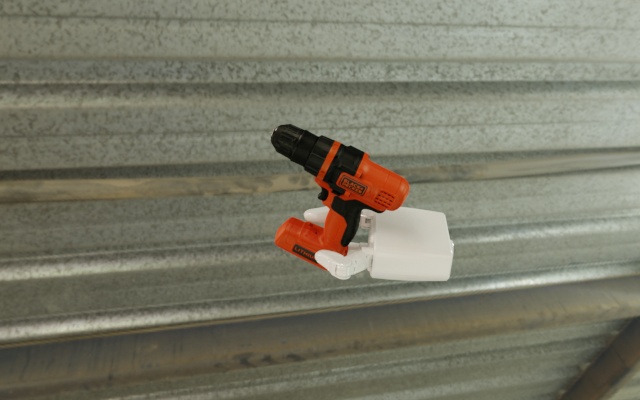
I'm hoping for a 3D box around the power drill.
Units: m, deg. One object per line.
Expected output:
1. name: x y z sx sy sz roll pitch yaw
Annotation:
1. power drill: 0.000 0.002 0.637 0.184 0.188 0.057 27 43 1
